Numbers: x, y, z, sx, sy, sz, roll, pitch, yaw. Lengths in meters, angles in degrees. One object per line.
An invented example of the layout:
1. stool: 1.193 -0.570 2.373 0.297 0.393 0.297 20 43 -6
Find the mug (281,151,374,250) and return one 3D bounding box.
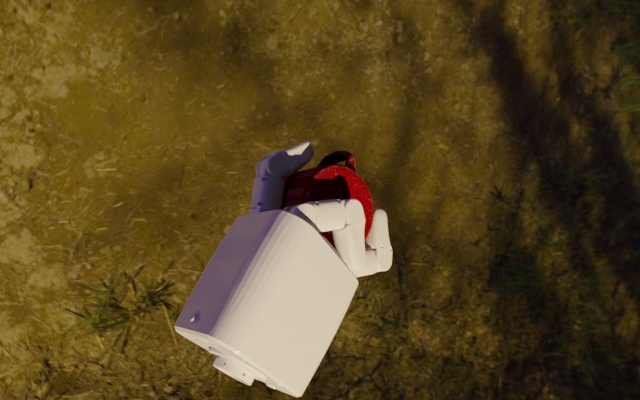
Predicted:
1. mug: 0.001 0.000 0.454 0.093 0.117 0.081 41 -28 -26
